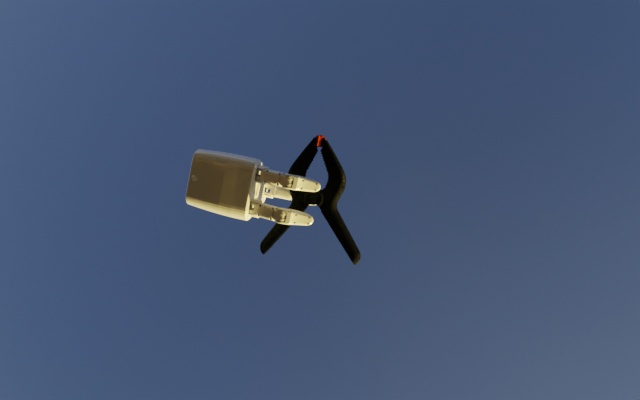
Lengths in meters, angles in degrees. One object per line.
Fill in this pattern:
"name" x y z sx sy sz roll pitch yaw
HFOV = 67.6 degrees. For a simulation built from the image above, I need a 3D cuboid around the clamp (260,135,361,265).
"clamp" 0.000 0.002 0.772 0.164 0.210 0.036 13 5 4
